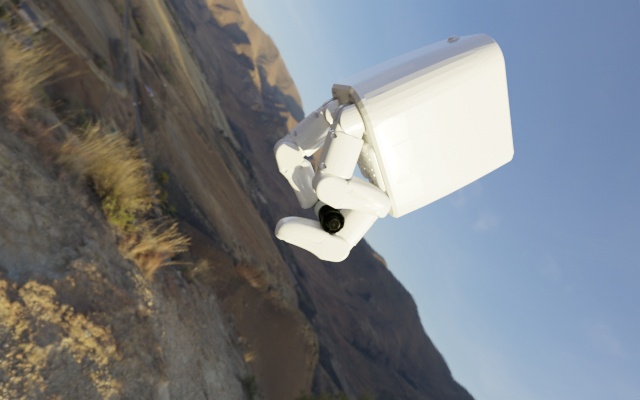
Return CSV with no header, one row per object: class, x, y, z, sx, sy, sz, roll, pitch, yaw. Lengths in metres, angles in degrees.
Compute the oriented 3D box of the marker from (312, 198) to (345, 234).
marker,0.000,0.001,0.414,0.020,0.020,0.121,0,16,-10
